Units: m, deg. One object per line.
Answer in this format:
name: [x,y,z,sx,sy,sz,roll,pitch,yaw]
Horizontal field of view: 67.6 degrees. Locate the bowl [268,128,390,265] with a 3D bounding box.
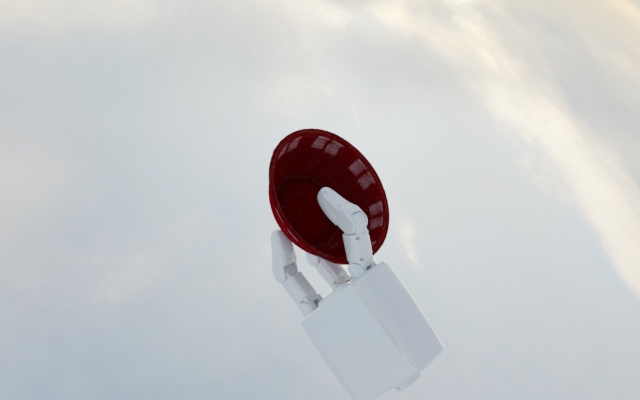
bowl: [-0.001,0.001,0.539,0.162,0.162,0.055,0,-22,-38]
